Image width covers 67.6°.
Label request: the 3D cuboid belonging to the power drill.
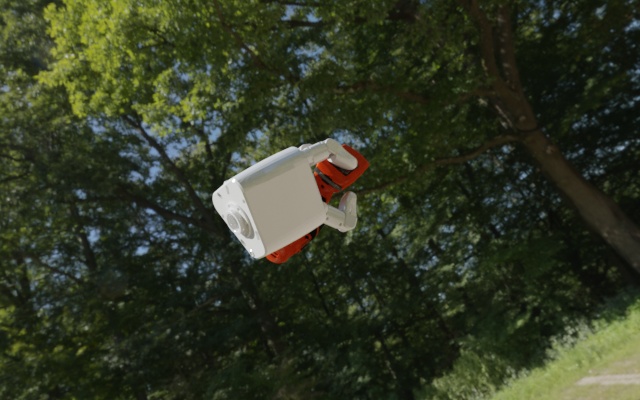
[{"bbox_3d":[0.000,0.002,0.760,0.057,0.188,0.184,38,32,7],"label":"power drill"}]
